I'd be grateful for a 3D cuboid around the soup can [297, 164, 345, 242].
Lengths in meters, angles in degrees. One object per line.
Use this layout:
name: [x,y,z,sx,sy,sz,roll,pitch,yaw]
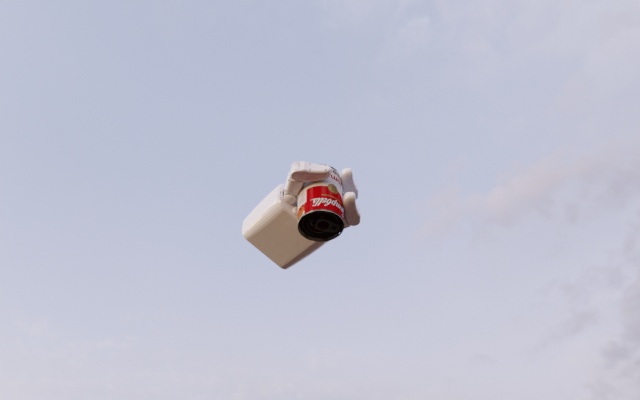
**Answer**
soup can: [0.000,0.002,0.722,0.068,0.069,0.102,0,45,0]
